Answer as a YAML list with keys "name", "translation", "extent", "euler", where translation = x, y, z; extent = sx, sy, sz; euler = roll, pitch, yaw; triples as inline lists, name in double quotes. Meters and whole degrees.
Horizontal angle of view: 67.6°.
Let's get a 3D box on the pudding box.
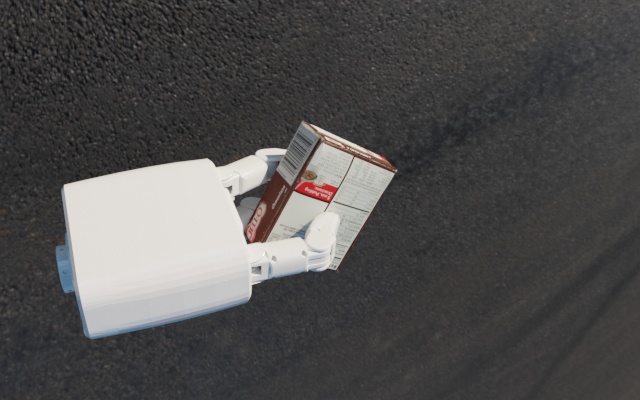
- name: "pudding box"
  translation: [0.000, 0.001, 0.410]
  extent: [0.090, 0.113, 0.039]
  euler: [18, 20, -37]
